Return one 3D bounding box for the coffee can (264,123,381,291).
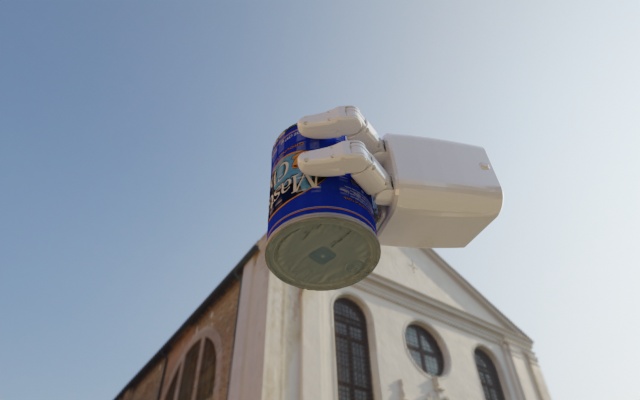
[{"bbox_3d":[0.000,0.002,0.469,0.103,0.103,0.140,-1,45,-1],"label":"coffee can"}]
